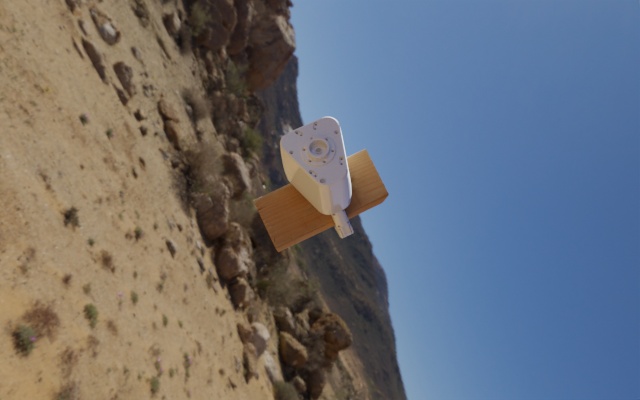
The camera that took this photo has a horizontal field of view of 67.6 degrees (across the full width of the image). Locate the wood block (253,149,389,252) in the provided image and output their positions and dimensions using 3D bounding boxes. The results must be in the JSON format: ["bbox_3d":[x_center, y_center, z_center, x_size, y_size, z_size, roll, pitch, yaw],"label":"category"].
[{"bbox_3d":[0.000,0.003,0.822,0.206,0.091,0.090,-25,-8,-6],"label":"wood block"}]
